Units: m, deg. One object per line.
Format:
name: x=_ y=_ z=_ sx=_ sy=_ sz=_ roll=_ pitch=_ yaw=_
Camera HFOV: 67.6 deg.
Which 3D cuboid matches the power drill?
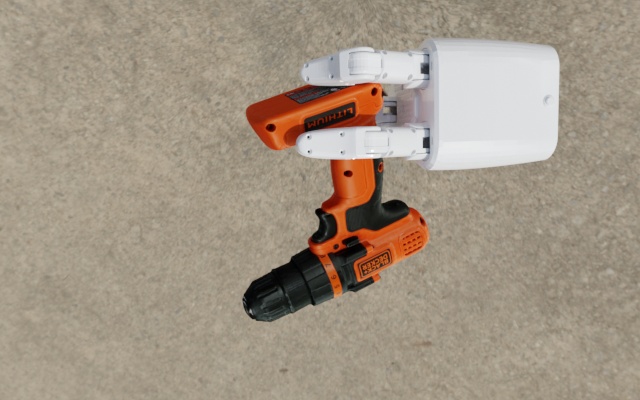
power drill: x=0.000 y=0.001 z=0.404 sx=0.184 sy=0.188 sz=0.057 roll=-25 pitch=32 yaw=-17
